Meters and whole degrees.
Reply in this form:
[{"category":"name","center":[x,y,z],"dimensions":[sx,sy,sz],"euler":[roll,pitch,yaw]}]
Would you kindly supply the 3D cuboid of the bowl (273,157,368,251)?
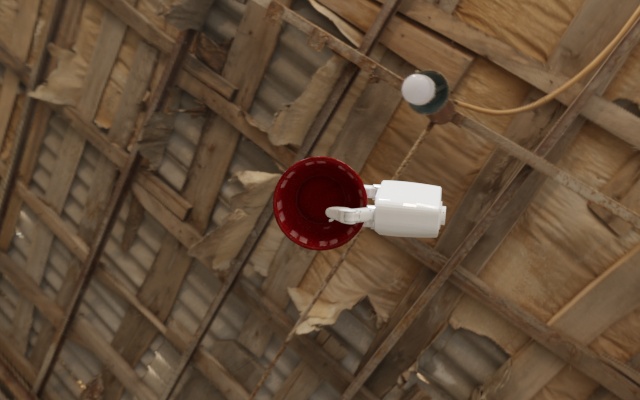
[{"category":"bowl","center":[-0.001,0.002,0.831],"dimensions":[0.162,0.162,0.055],"euler":[0,9,1]}]
